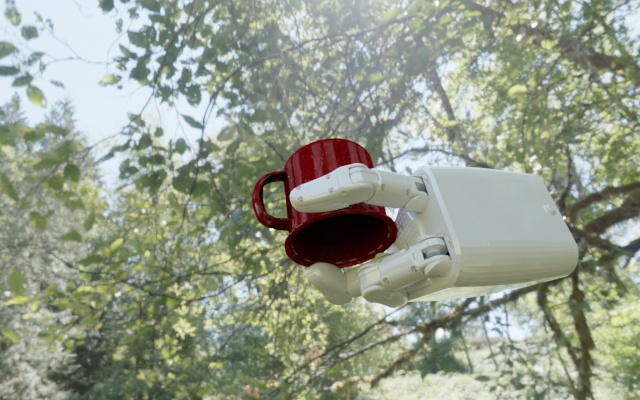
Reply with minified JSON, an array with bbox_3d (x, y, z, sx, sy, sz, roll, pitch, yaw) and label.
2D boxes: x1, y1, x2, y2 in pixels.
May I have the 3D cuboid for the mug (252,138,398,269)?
[{"bbox_3d":[-0.001,0.001,0.406,0.117,0.081,0.093,2,-36,-16],"label":"mug"}]
